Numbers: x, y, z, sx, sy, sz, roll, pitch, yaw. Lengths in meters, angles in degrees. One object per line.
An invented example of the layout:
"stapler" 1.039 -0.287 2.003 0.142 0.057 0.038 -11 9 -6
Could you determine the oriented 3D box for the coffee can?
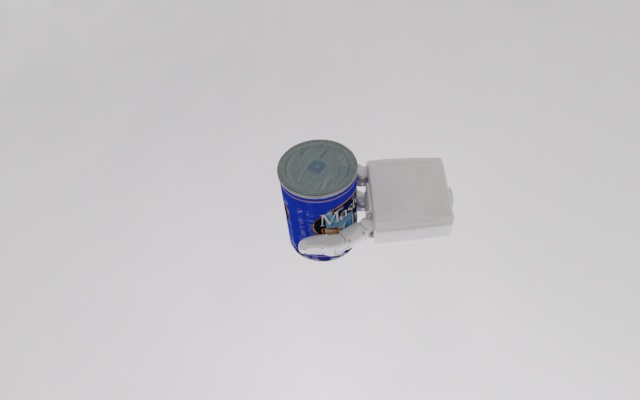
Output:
"coffee can" 0.000 0.002 0.656 0.103 0.102 0.140 0 -41 5
